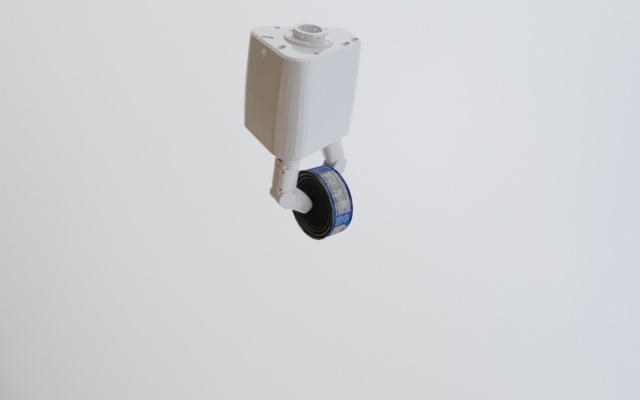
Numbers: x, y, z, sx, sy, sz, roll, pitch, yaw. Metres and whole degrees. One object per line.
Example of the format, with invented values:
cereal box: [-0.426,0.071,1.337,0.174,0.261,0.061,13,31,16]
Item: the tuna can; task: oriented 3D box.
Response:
tuna can: [0.001,0.002,0.571,0.033,0.086,0.086,-18,10,-34]
